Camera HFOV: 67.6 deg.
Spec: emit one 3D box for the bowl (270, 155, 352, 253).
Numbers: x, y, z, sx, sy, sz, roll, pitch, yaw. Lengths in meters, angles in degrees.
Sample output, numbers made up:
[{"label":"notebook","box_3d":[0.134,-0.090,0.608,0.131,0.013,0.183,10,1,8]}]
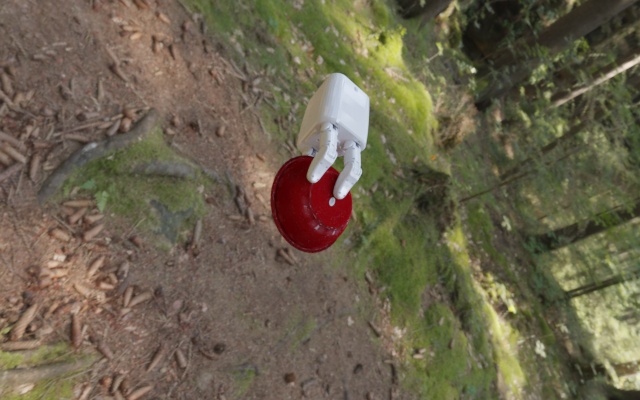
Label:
[{"label":"bowl","box_3d":[0.000,0.004,0.765,0.162,0.162,0.055,0,-6,-42]}]
